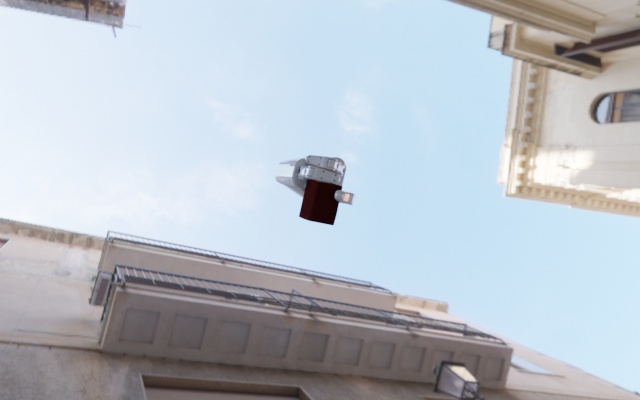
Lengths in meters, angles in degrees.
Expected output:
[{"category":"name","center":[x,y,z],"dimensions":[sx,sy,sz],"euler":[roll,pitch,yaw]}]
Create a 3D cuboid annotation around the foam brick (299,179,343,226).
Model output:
[{"category":"foam brick","center":[0.000,0.003,0.889],"dimensions":[0.053,0.078,0.051],"euler":[15,-2,-27]}]
